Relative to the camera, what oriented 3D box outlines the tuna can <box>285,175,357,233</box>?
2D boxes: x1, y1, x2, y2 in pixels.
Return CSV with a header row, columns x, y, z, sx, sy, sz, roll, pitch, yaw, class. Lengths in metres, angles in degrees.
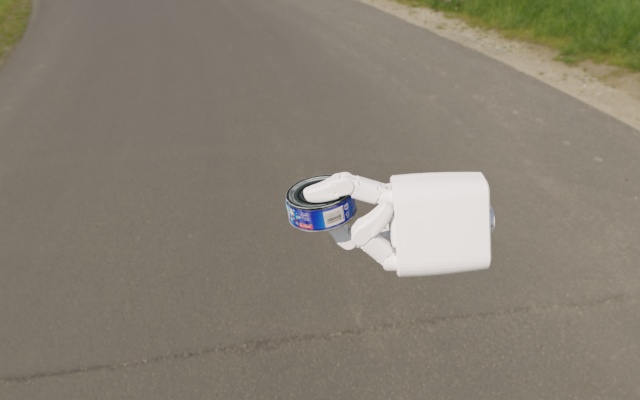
x,y,z,sx,sy,sz,roll,pitch,yaw,class
0.000,0.001,0.587,0.086,0.034,0.086,-8,30,4,tuna can
